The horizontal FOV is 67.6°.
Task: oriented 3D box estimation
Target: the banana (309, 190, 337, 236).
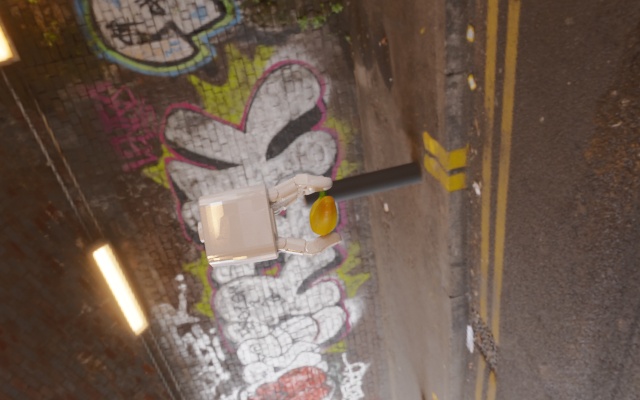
[{"bbox_3d":[0.001,0.021,0.733,0.037,0.069,0.198,-5,6,-4],"label":"banana"}]
